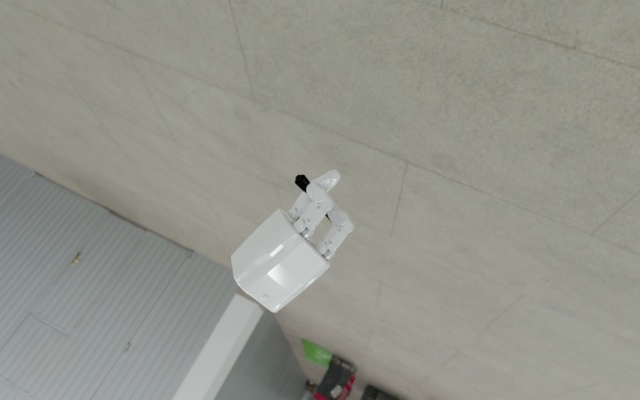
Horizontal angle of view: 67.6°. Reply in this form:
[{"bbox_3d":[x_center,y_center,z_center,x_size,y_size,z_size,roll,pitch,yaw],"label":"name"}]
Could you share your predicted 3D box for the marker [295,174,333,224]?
[{"bbox_3d":[0.000,0.002,0.722,0.020,0.020,0.121,0,-37,43],"label":"marker"}]
